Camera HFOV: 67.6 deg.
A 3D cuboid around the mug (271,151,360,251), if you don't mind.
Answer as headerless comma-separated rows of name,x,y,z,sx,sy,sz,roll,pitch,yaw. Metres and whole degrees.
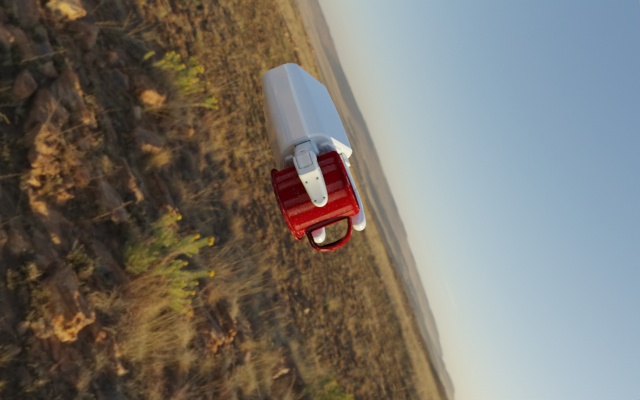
mug,0.001,0.003,0.564,0.081,0.117,0.093,-21,-17,7
